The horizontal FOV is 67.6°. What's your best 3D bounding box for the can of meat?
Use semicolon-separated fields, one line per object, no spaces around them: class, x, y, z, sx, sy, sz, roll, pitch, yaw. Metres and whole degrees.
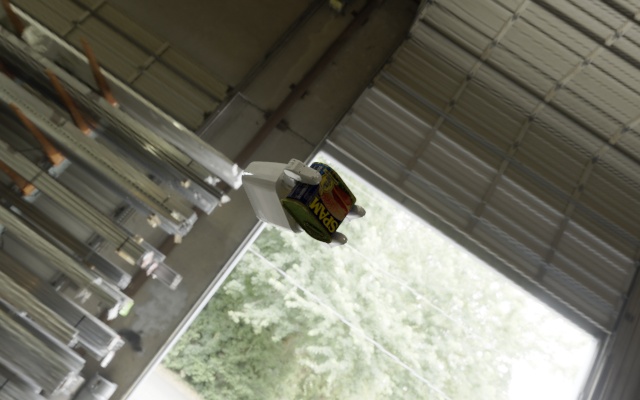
can of meat;0.000;0.002;0.740;0.057;0.084;0.102;11;-32;47
